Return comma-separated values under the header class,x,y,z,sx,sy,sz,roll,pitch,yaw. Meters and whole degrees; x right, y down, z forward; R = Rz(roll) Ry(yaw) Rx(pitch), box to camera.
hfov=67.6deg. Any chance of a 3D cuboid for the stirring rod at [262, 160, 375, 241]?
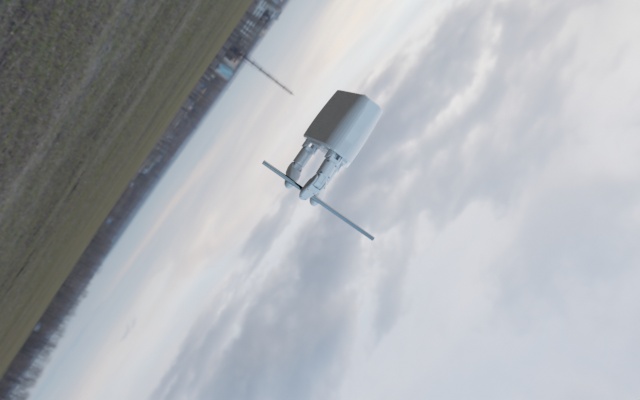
class,x,y,z,sx,sy,sz,roll,pitch,yaw
stirring rod,0.000,0.003,0.819,0.239,0.011,0.011,35,-12,-17
